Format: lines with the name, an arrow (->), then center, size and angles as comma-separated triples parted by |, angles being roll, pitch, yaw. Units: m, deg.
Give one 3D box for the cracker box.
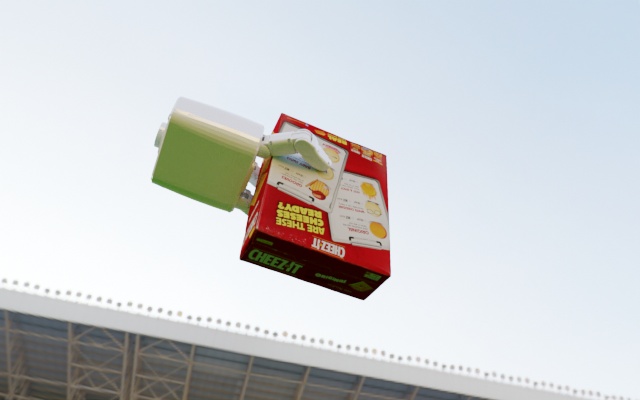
cracker box -> 0.000, 0.002, 0.604 | 0.164, 0.213, 0.072 | 20, -46, -14
